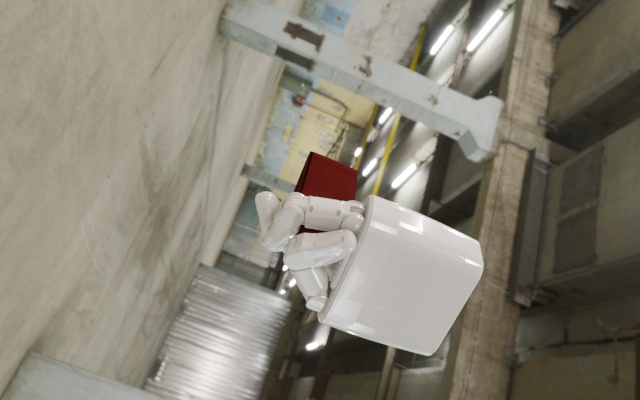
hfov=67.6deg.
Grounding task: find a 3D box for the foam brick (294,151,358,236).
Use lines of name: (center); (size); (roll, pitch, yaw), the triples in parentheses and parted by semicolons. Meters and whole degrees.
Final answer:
foam brick: (0.000, 0.001, 0.449); (0.051, 0.053, 0.078); (21, 37, -6)
